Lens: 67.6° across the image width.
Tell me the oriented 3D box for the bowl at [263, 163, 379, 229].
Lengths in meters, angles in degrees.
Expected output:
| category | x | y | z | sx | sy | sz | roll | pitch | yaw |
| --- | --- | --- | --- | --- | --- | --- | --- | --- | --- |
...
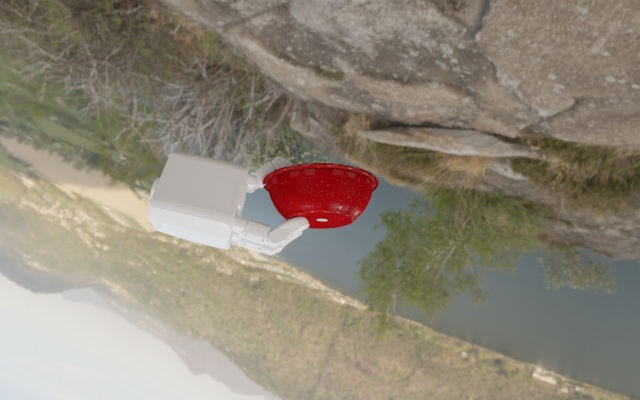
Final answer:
| category | x | y | z | sx | sy | sz | roll | pitch | yaw |
| --- | --- | --- | --- | --- | --- | --- | --- | --- | --- |
| bowl | 0.001 | 0.003 | 0.657 | 0.162 | 0.055 | 0.162 | 0 | -17 | 0 |
